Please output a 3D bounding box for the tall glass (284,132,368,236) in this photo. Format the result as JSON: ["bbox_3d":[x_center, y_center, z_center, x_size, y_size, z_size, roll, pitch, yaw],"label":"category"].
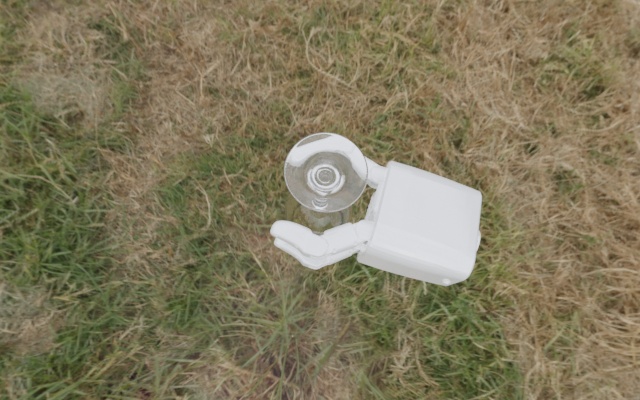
[{"bbox_3d":[0.000,0.001,0.513,0.079,0.079,0.201,0,-16,-3],"label":"tall glass"}]
